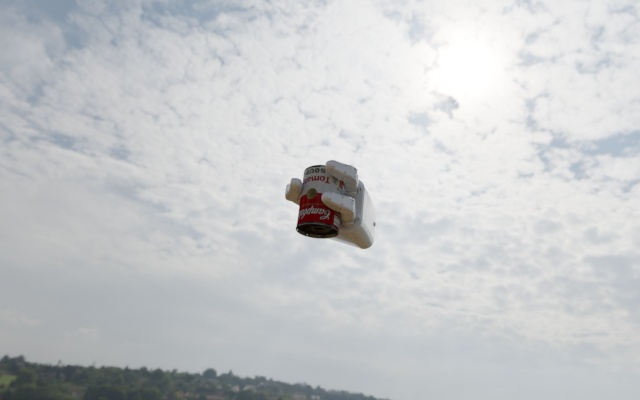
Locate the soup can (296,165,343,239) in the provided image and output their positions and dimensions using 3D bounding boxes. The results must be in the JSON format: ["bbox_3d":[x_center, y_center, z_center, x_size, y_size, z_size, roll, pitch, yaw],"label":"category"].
[{"bbox_3d":[0.000,0.002,0.765,0.068,0.102,0.068,6,-23,2],"label":"soup can"}]
